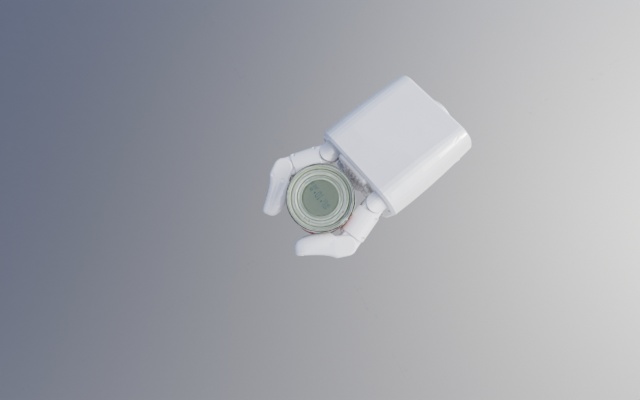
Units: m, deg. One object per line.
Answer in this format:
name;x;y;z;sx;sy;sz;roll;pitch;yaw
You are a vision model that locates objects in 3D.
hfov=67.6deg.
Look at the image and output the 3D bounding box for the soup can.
soup can;0.000;0.002;0.498;0.068;0.068;0.102;0;-5;0
